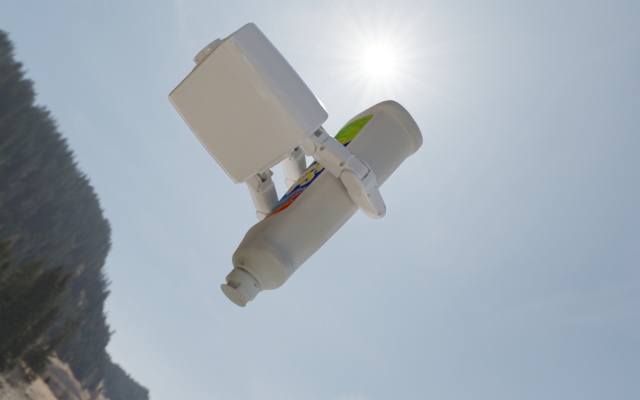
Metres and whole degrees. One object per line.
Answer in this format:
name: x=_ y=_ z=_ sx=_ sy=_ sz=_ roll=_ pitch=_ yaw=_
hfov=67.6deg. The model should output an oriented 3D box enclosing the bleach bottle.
bleach bottle: x=0.000 y=0.002 z=0.467 sx=0.102 sy=0.068 sz=0.250 roll=-19 pitch=24 yaw=53
